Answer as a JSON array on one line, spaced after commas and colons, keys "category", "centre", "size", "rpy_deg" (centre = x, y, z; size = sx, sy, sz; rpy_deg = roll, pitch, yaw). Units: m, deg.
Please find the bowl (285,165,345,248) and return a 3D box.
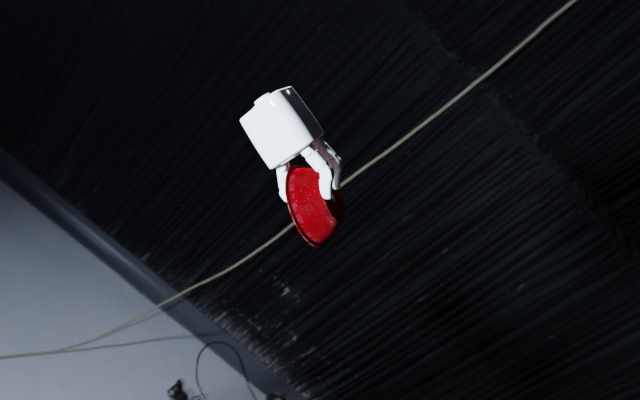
[{"category": "bowl", "centre": [0.001, 0.004, 0.886], "size": [0.055, 0.162, 0.162], "rpy_deg": [-19, -8, 23]}]
